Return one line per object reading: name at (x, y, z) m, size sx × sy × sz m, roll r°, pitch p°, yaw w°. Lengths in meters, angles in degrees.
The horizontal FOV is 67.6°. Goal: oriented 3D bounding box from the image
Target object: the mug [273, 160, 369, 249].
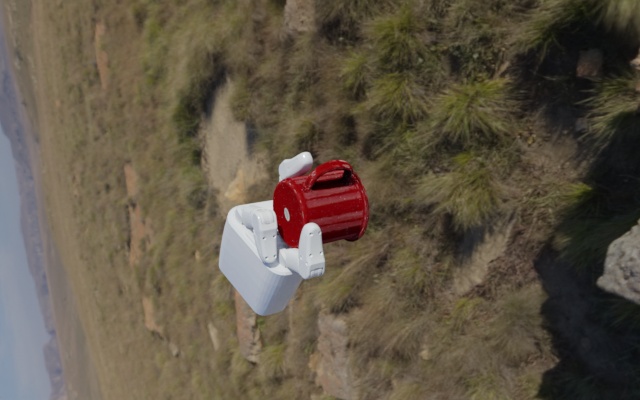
mug at (0.000, 0.001, 0.546) m, size 0.081 × 0.093 × 0.117 m, roll -10°, pitch -38°, yaw -30°
